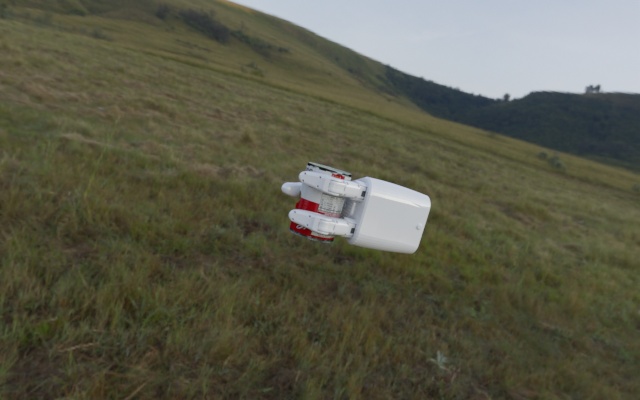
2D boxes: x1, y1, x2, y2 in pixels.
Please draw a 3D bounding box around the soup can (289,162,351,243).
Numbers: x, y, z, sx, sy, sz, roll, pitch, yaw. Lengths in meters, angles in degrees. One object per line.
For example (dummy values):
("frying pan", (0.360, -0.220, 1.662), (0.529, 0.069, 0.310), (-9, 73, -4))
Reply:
("soup can", (0.000, 0.002, 0.691), (0.068, 0.102, 0.068), (16, 7, -2))
